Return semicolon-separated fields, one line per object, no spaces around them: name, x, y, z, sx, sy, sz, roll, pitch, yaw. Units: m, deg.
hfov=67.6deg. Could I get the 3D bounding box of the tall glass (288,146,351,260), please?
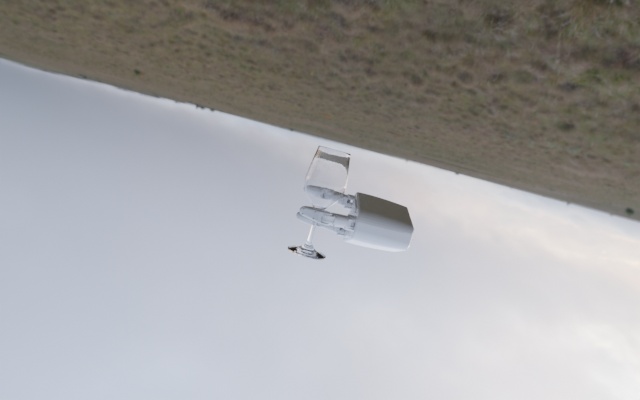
tall glass;0.000;0.004;0.885;0.079;0.201;0.079;15;8;-2
